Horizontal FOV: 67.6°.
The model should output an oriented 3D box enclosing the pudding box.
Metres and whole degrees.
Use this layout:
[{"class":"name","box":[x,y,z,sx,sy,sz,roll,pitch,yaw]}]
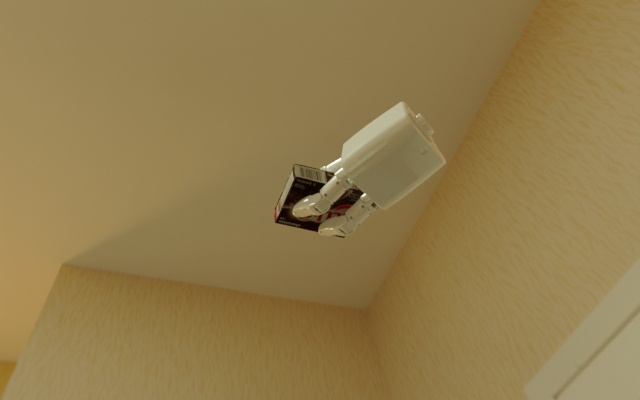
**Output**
[{"class":"pudding box","box":[0.000,0.002,0.689,0.113,0.090,0.039,15,36,-16]}]
